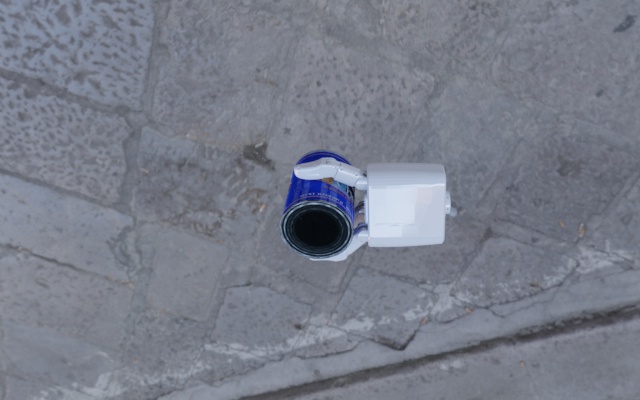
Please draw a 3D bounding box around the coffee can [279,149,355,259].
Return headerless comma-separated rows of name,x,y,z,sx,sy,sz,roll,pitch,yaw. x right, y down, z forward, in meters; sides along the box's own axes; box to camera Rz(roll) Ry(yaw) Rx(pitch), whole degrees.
coffee can,0.000,0.002,0.707,0.103,0.103,0.140,0,35,6
